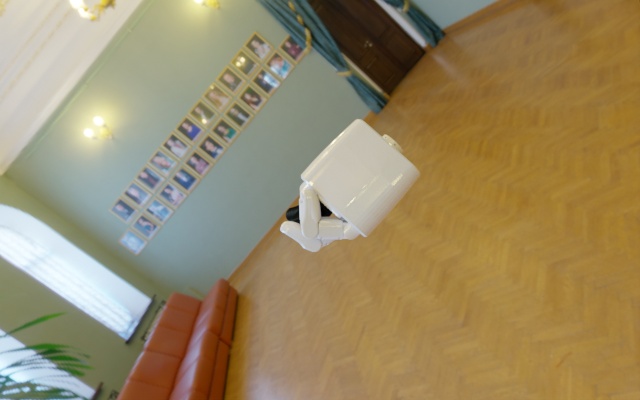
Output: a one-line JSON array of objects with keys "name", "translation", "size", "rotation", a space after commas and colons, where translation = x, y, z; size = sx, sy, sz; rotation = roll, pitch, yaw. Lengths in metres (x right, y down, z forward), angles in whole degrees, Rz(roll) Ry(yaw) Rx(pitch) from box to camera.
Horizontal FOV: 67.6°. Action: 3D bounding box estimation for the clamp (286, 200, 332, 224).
[{"name": "clamp", "translation": [0.000, 0.002, 0.714], "size": [0.039, 0.120, 0.171], "rotation": [45, 1, -12]}]
